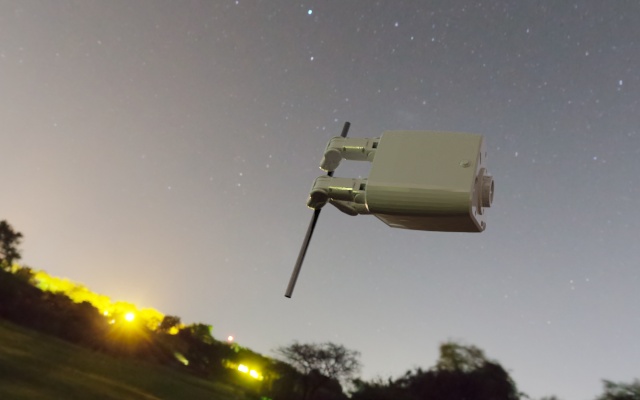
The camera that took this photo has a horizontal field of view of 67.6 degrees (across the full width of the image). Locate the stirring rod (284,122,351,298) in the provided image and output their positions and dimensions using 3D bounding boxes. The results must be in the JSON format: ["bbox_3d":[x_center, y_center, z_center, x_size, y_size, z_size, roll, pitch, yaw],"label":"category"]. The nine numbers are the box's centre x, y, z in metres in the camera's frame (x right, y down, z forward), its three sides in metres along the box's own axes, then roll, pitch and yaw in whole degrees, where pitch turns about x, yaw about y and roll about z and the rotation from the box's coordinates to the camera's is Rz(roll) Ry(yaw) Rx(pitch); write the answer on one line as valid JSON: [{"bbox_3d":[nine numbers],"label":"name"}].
[{"bbox_3d":[0.000,0.002,0.566,0.011,0.239,0.011,15,-27,8],"label":"stirring rod"}]
